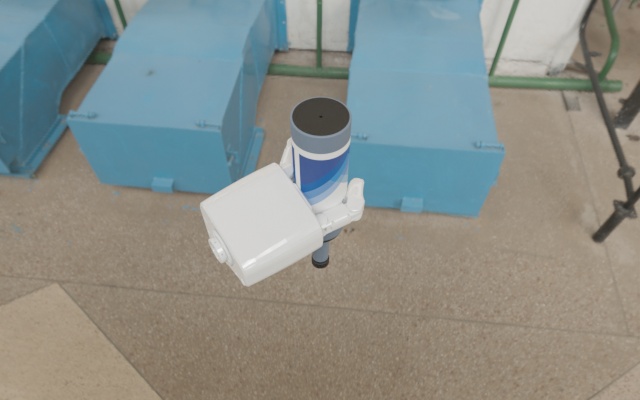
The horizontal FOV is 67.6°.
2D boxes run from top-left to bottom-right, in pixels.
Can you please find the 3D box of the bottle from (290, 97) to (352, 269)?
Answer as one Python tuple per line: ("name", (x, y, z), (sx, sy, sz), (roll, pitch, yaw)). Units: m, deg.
("bottle", (0.000, 0.002, 0.625), (0.069, 0.069, 0.296), (0, -39, 0))
